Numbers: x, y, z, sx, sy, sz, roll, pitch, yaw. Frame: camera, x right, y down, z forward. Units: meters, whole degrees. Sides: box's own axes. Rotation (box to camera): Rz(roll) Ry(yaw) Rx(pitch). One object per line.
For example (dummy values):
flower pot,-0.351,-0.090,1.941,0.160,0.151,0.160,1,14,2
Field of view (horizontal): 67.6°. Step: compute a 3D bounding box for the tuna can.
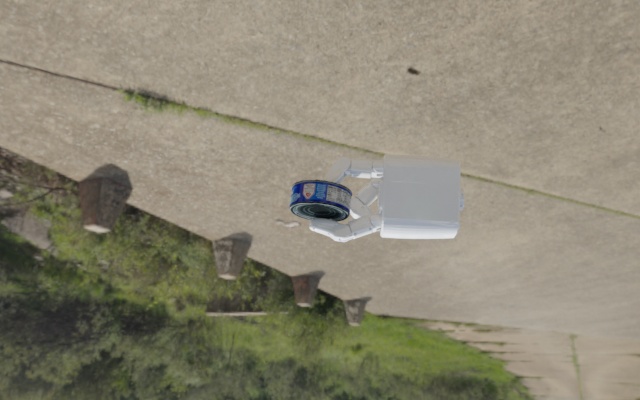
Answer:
tuna can,0.000,0.003,0.665,0.086,0.033,0.086,6,-19,2
